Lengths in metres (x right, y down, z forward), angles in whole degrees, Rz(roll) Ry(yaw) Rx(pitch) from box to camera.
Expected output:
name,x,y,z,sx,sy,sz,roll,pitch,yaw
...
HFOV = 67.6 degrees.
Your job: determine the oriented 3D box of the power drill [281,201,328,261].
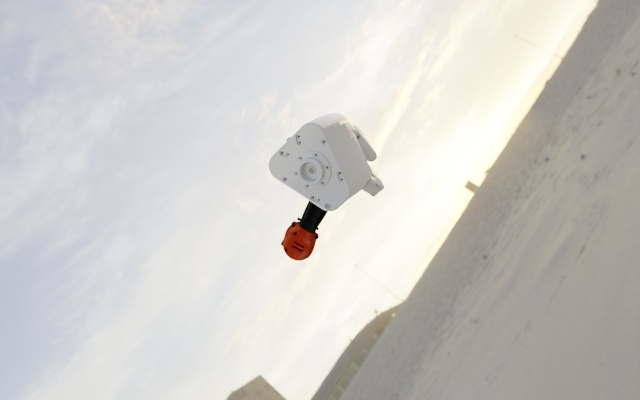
name,x,y,z,sx,sy,sz,roll,pitch,yaw
power drill,0.000,0.002,0.766,0.057,0.187,0.184,27,3,-4
